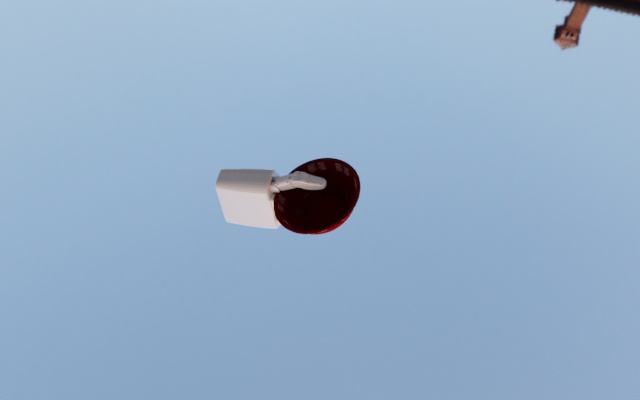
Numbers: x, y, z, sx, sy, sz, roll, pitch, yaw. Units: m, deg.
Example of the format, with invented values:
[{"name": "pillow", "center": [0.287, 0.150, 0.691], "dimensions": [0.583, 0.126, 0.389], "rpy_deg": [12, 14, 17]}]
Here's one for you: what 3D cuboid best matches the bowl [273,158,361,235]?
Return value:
[{"name": "bowl", "center": [0.001, 0.003, 0.849], "dimensions": [0.162, 0.162, 0.055], "rpy_deg": [0, -34, 24]}]
